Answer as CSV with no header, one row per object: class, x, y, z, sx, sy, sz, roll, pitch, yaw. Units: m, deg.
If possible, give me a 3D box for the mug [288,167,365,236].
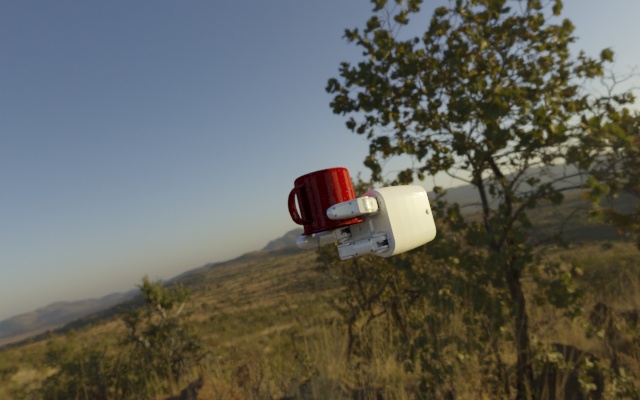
mug,-0.001,0.002,0.674,0.117,0.081,0.093,-8,-7,-42
